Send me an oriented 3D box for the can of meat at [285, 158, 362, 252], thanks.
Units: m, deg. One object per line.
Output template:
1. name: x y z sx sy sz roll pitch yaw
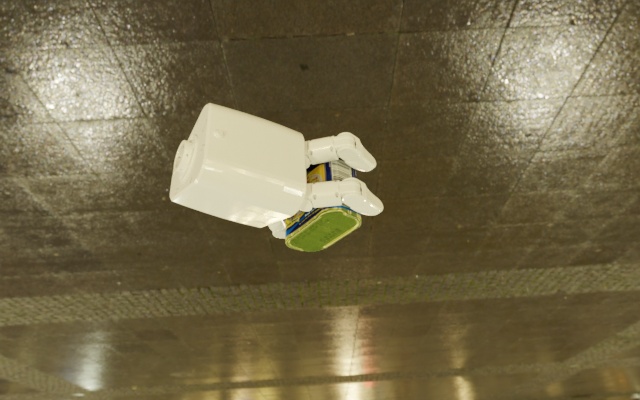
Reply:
1. can of meat: 0.000 0.002 0.547 0.057 0.084 0.102 19 -39 -31
